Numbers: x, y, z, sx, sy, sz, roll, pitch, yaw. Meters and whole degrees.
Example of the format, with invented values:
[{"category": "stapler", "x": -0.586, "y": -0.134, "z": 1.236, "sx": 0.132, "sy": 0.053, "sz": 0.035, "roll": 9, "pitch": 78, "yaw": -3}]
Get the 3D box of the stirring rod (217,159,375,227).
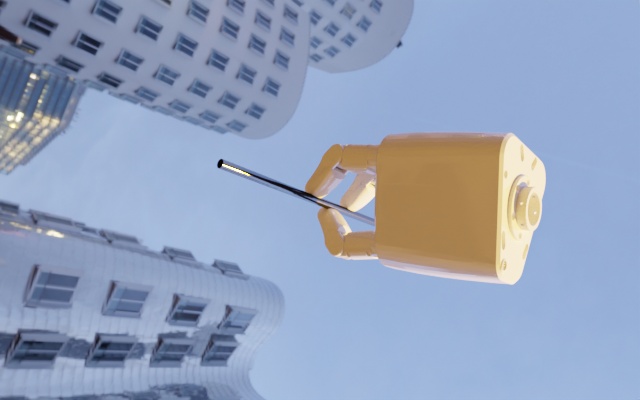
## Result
[{"category": "stirring rod", "x": 0.000, "y": 0.002, "z": 0.459, "sx": 0.011, "sy": 0.011, "sz": 0.239, "roll": 0, "pitch": -15, "yaw": 42}]
